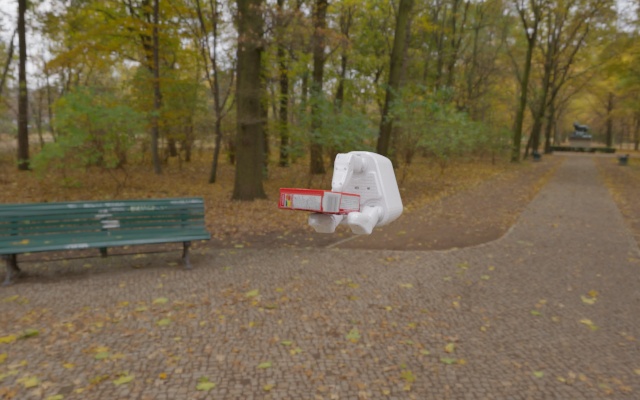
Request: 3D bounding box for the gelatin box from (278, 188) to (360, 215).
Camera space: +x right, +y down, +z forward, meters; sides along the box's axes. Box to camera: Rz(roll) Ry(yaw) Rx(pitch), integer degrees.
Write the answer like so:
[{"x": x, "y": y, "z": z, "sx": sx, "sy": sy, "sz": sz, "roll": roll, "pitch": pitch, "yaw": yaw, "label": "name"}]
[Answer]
[{"x": 0.000, "y": 0.002, "z": 0.634, "sx": 0.073, "sy": 0.030, "sz": 0.089, "roll": 5, "pitch": 0, "yaw": 36, "label": "gelatin box"}]
